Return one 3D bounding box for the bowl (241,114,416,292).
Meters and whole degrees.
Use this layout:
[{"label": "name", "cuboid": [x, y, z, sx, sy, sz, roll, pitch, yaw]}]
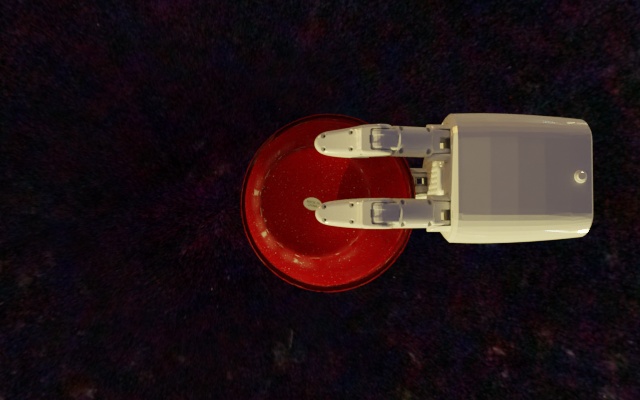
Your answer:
[{"label": "bowl", "cuboid": [-0.001, 0.002, 0.408, 0.162, 0.162, 0.055, 0, -1, 11]}]
